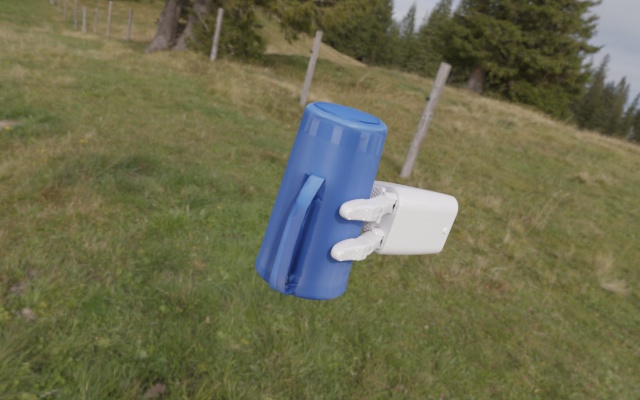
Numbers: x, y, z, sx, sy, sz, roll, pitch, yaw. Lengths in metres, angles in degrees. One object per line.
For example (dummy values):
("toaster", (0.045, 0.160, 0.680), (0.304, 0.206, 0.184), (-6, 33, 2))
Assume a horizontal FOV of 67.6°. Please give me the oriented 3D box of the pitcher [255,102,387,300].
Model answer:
("pitcher", (0.000, 0.002, 0.627), (0.145, 0.243, 0.149), (6, 22, -28))
